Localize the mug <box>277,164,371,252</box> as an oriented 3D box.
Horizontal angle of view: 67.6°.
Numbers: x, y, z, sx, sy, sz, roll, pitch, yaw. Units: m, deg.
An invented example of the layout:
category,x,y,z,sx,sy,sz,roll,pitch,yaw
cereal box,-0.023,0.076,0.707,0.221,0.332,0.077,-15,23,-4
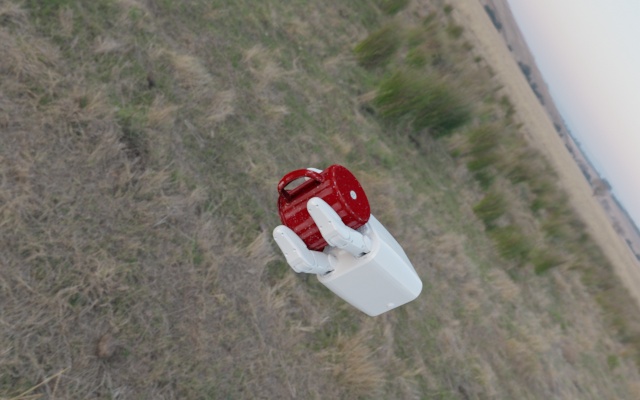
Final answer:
category,x,y,z,sx,sy,sz,roll,pitch,yaw
mug,-0.001,0.001,0.579,0.081,0.093,0.117,-31,-54,25
